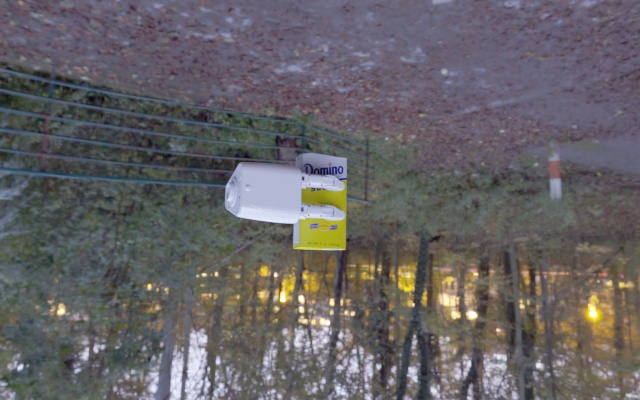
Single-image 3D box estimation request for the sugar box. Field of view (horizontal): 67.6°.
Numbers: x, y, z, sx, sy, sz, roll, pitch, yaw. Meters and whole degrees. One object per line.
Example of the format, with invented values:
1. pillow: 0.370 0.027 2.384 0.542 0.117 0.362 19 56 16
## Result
1. sugar box: 0.000 0.003 0.888 0.093 0.176 0.048 5 -9 -22
